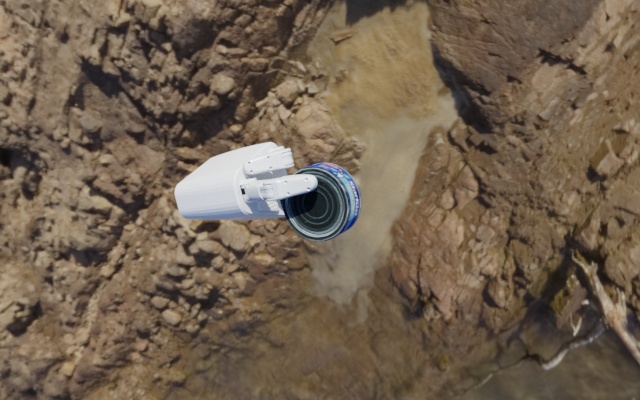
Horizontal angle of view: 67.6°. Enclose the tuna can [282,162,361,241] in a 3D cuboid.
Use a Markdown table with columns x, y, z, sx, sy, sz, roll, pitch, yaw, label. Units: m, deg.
| x | y | z | sx | sy | sz | roll | pitch | yaw | label |
| --- | --- | --- | --- | --- | --- | --- | --- | --- | --- |
| 0.000 | 0.002 | 0.535 | 0.086 | 0.086 | 0.033 | 0 | 11 | 27 | tuna can |
